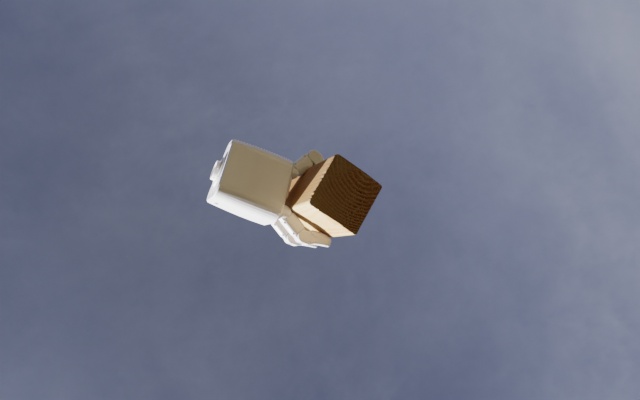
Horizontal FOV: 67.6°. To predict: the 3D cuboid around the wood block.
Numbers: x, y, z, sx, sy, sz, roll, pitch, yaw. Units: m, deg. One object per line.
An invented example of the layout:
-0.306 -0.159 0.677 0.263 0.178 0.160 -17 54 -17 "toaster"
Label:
0.000 0.002 0.787 0.090 0.090 0.206 34 -17 -15 "wood block"
